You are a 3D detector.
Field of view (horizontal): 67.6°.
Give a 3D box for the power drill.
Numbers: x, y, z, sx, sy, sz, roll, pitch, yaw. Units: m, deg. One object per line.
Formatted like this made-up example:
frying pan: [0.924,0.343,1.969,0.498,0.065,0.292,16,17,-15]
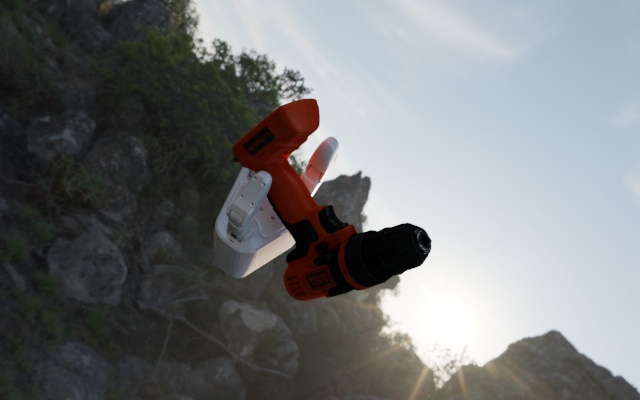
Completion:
power drill: [0.000,0.001,0.462,0.184,0.187,0.057,-27,-3,44]
